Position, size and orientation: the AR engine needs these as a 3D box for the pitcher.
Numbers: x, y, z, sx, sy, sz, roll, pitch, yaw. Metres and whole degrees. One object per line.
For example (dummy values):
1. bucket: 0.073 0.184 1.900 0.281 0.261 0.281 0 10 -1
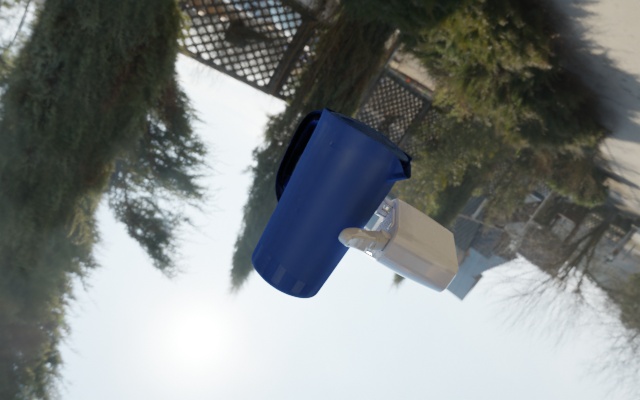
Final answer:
1. pitcher: 0.000 0.002 0.652 0.145 0.243 0.149 28 13 -11
